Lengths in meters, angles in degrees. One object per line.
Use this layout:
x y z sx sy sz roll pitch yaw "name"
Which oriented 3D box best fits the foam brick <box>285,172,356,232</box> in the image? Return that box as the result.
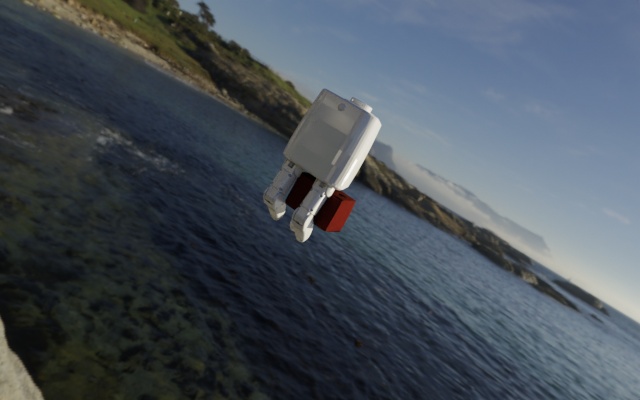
0.000 0.002 0.667 0.078 0.051 0.053 35 12 22 "foam brick"
